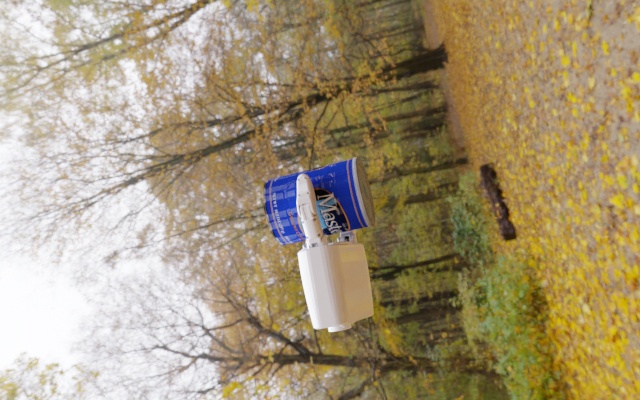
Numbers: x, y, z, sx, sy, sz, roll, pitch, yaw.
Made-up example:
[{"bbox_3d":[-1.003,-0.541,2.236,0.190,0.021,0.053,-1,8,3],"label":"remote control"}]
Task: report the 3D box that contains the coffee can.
[{"bbox_3d":[0.000,0.002,0.701,0.140,0.103,0.103,-13,-3,13],"label":"coffee can"}]
